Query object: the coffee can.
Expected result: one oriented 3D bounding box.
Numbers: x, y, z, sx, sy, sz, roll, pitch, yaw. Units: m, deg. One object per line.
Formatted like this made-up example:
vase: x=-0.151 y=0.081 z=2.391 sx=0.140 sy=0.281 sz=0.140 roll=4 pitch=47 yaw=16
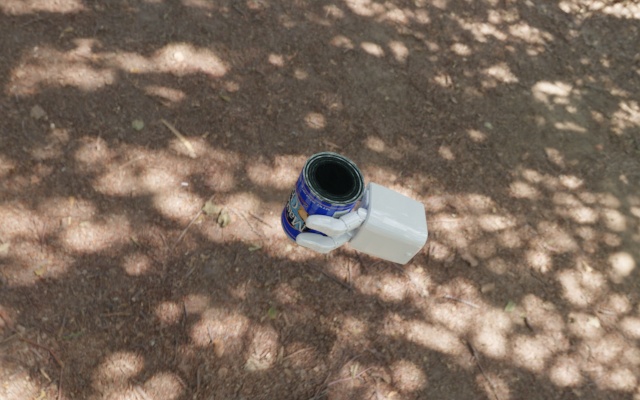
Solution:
coffee can: x=0.000 y=0.003 z=0.792 sx=0.103 sy=0.102 sz=0.140 roll=0 pitch=-33 yaw=-22
